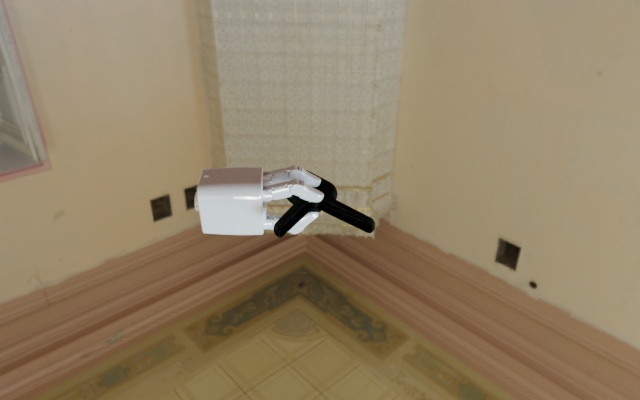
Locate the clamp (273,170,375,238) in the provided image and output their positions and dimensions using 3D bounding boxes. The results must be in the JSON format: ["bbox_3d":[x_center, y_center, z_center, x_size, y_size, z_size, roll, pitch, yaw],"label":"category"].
[{"bbox_3d":[0.000,0.003,0.834,0.164,0.036,0.210,2,28,-7],"label":"clamp"}]
